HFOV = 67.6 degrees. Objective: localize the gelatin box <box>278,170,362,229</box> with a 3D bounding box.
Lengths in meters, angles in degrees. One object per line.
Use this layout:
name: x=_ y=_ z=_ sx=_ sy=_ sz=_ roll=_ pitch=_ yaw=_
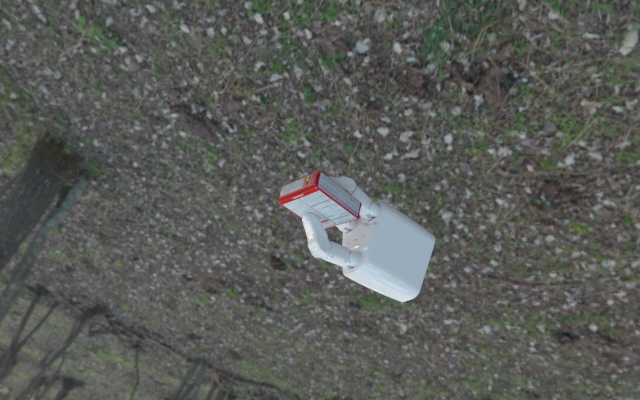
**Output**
gelatin box: x=0.000 y=0.002 z=0.642 sx=0.073 sy=0.030 sz=0.089 roll=-20 pitch=-42 yaw=40
